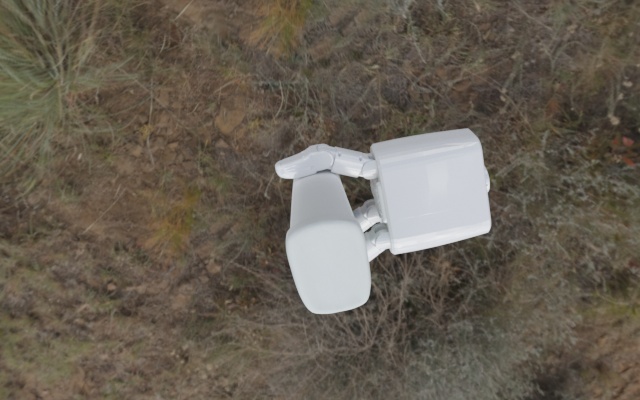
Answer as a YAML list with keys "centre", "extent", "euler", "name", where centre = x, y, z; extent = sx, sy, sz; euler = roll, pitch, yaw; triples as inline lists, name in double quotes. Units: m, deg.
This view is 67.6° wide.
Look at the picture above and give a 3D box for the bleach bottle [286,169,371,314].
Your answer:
- centre: [0.000, 0.002, 0.515]
  extent: [0.068, 0.103, 0.250]
  euler: [-11, 29, 1]
  name: "bleach bottle"
